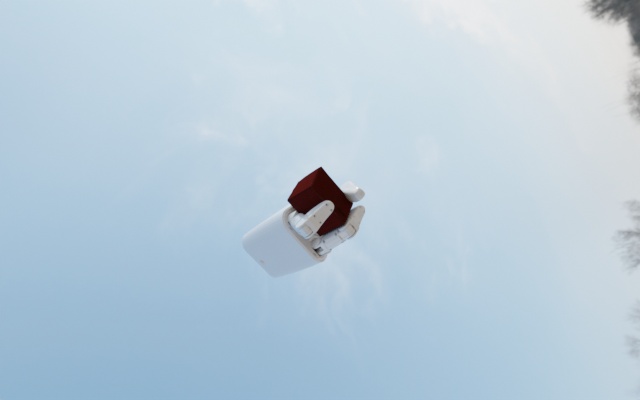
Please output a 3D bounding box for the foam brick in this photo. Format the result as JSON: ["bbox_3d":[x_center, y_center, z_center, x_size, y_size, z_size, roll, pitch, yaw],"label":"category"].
[{"bbox_3d":[0.000,0.002,0.693,0.051,0.078,0.053,-28,22,36],"label":"foam brick"}]
